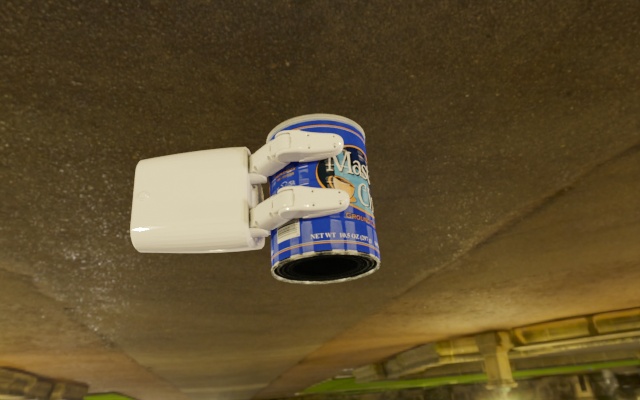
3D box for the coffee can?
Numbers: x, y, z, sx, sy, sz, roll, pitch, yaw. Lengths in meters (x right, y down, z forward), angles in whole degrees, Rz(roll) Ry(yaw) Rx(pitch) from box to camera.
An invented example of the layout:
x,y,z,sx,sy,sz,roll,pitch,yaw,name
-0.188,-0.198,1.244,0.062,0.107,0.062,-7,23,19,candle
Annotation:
x,y,z,sx,sy,sz,roll,pitch,yaw,name
0.000,0.001,0.471,0.103,0.140,0.103,-4,-24,-2,coffee can
